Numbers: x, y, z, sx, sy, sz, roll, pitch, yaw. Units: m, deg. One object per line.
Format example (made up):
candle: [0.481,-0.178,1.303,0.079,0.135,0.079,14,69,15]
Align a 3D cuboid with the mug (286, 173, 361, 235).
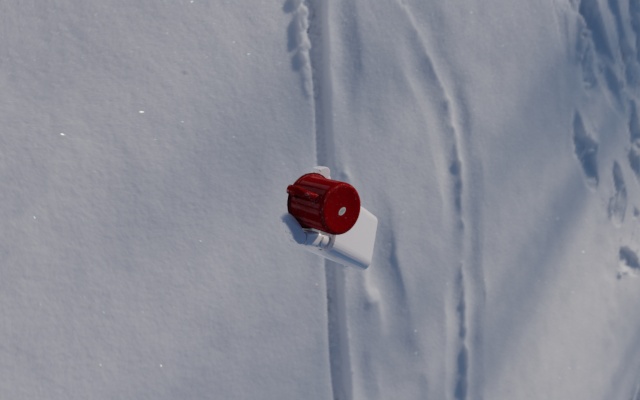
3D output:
mug: [-0.001,0.002,0.736,0.117,0.093,0.081,29,-9,-38]
